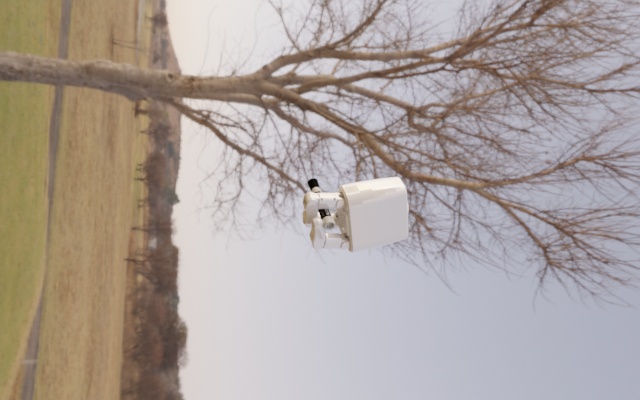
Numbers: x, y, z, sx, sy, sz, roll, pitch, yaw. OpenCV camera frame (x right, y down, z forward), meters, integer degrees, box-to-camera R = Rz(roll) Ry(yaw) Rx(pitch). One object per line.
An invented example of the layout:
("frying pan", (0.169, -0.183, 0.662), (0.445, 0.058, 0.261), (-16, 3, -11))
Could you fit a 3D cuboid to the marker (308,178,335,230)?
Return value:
("marker", (0.000, 0.003, 0.809), (0.020, 0.020, 0.121), (0, 40, -19))
